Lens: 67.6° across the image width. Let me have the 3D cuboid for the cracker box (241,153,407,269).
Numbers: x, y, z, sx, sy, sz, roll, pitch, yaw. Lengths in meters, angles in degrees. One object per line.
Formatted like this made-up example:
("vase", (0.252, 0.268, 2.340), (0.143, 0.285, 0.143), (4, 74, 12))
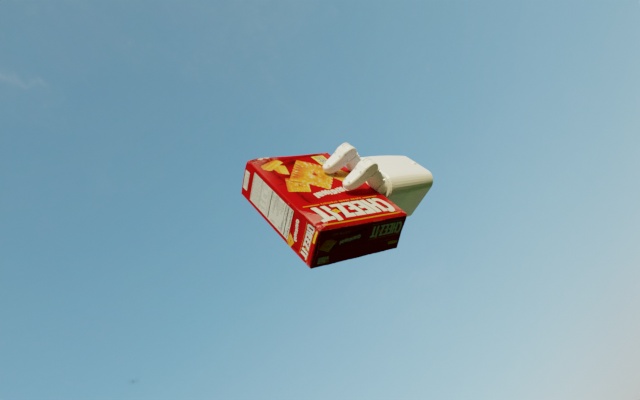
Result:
("cracker box", (0.000, 0.002, 0.738), (0.164, 0.072, 0.213), (-9, 34, -35))
